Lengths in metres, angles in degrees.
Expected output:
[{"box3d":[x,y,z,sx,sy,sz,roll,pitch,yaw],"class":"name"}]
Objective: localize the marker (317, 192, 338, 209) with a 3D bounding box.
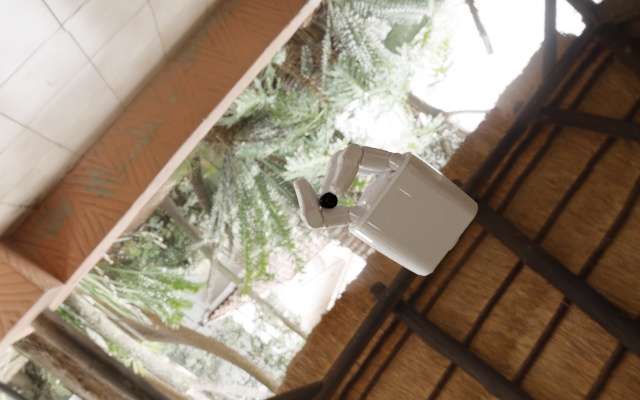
[{"box3d":[0.000,0.002,0.583,0.020,0.020,0.121,0,-2,-11],"class":"marker"}]
